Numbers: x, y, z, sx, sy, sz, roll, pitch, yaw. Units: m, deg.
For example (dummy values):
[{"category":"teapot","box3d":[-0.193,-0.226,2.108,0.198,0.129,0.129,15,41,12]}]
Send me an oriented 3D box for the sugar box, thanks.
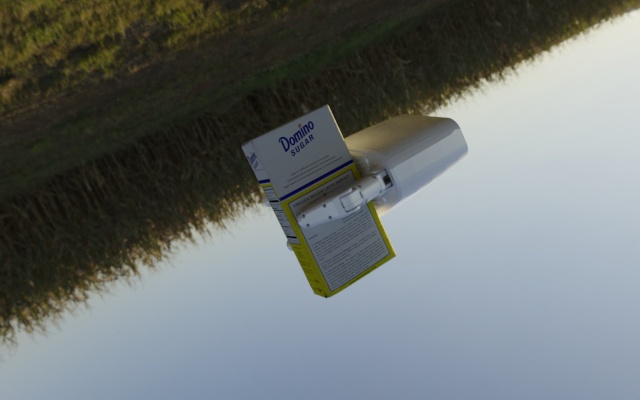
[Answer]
[{"category":"sugar box","box3d":[0.000,0.002,0.493,0.093,0.176,0.048,-29,8,-23]}]
